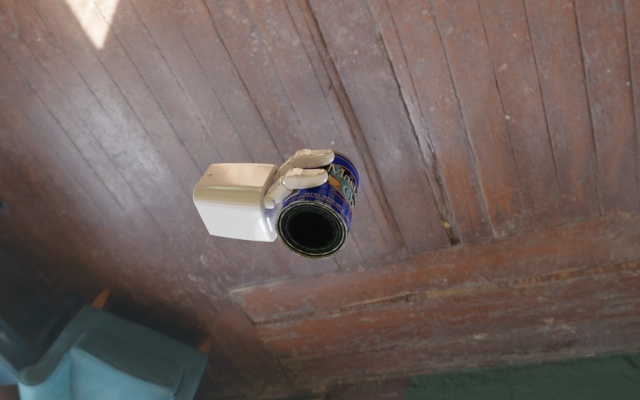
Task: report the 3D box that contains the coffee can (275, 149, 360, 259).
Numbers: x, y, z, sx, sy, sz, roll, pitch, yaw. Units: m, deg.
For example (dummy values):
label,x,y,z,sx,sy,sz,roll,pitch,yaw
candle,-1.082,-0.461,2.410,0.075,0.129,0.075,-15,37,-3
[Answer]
label,x,y,z,sx,sy,sz,roll,pitch,yaw
coffee can,0.000,0.002,0.708,0.103,0.103,0.140,0,35,13
